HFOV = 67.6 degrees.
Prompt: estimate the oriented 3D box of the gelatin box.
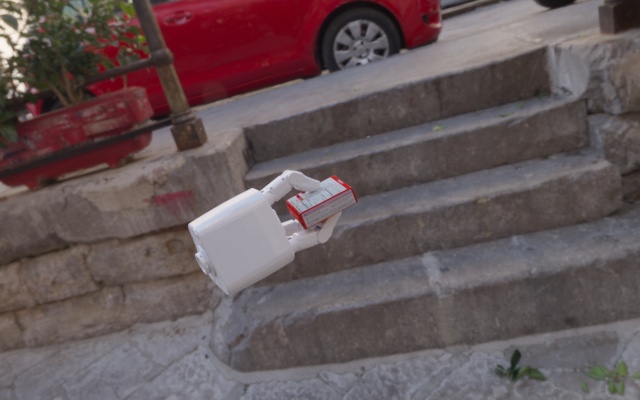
[{"bbox_3d":[0.000,0.002,0.708,0.089,0.030,0.073,-28,23,-10],"label":"gelatin box"}]
